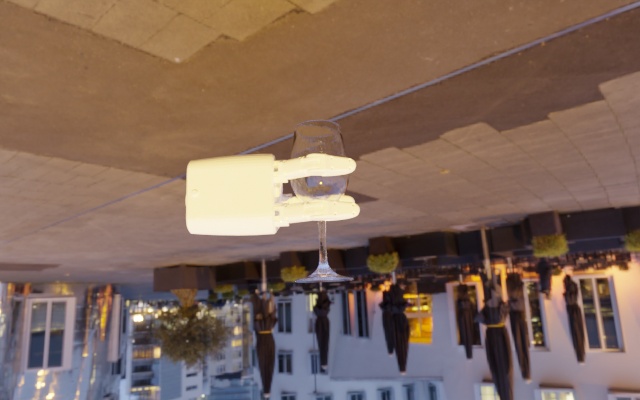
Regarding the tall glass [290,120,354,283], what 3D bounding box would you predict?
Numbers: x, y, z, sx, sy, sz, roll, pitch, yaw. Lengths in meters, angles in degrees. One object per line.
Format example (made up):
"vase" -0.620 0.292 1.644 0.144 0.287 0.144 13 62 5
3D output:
"tall glass" 0.000 0.003 0.611 0.079 0.201 0.079 -2 -12 0
